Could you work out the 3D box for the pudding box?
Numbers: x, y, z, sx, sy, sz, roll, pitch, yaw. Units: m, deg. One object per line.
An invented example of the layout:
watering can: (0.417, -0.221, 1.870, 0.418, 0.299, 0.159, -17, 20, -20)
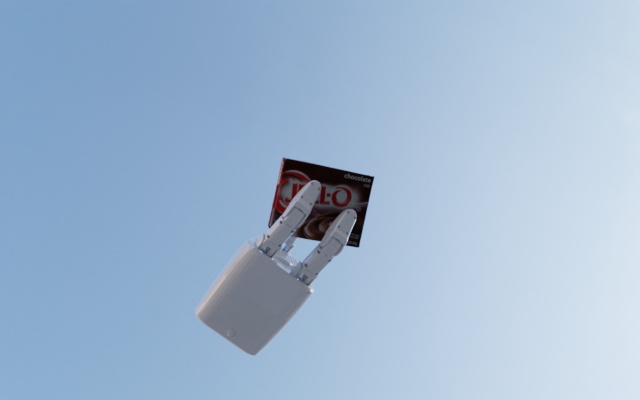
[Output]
pudding box: (0.000, 0.002, 0.579, 0.113, 0.090, 0.039, 10, 8, -11)
